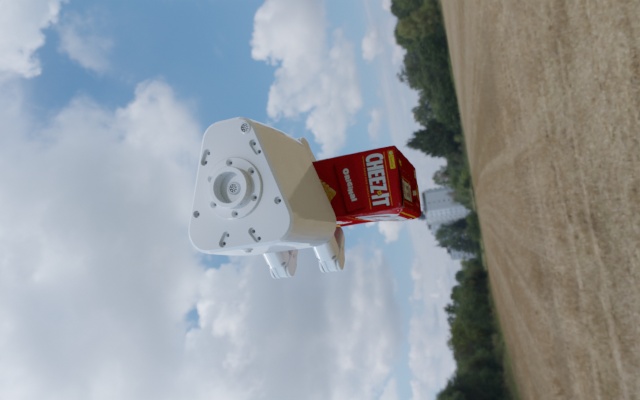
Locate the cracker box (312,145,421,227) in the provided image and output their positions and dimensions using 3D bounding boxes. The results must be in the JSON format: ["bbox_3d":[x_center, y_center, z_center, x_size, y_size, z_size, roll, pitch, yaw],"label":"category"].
[{"bbox_3d":[0.000,0.002,0.556,0.214,0.072,0.164,-9,-6,17],"label":"cracker box"}]
